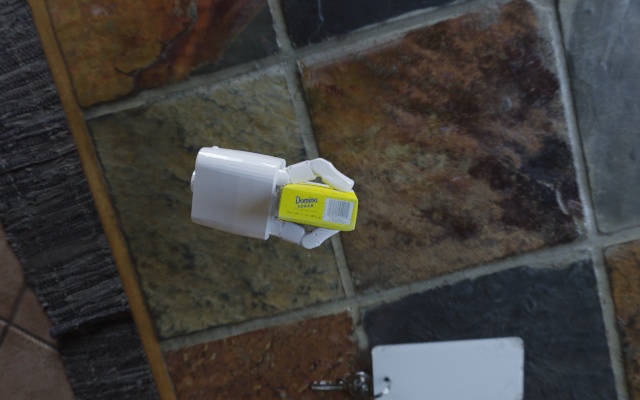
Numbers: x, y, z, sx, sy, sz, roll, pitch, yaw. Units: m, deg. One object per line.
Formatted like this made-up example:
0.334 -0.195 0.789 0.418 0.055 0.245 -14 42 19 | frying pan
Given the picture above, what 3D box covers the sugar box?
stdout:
0.000 0.002 0.647 0.093 0.048 0.176 10 8 0 | sugar box
